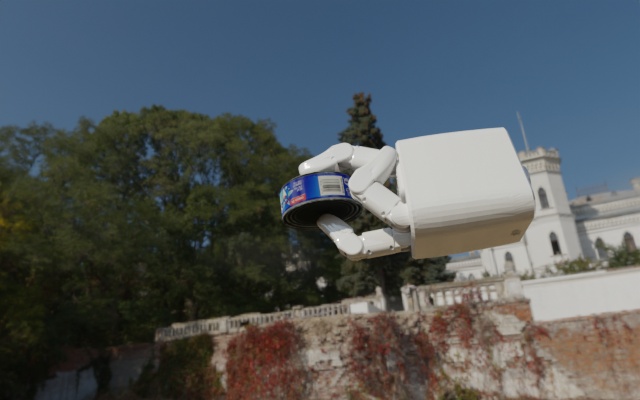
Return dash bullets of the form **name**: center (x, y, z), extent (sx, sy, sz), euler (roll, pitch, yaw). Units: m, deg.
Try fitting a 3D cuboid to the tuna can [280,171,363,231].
- **tuna can**: center (0.000, 0.001, 0.507), extent (0.086, 0.033, 0.086), euler (-7, -23, -3)
